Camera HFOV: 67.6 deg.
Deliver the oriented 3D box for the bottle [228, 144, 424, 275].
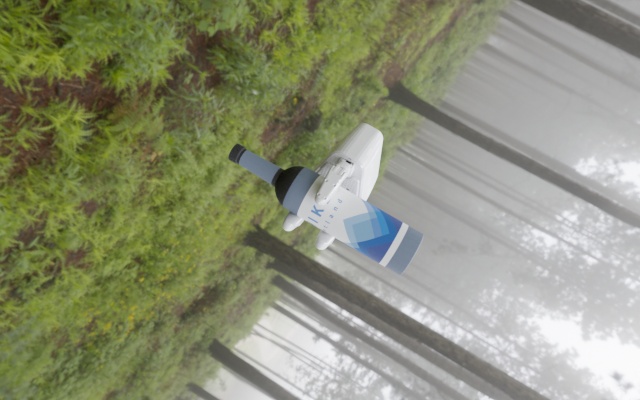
[{"bbox_3d":[0.000,0.002,0.679,0.295,0.069,0.069,30,3,6],"label":"bottle"}]
